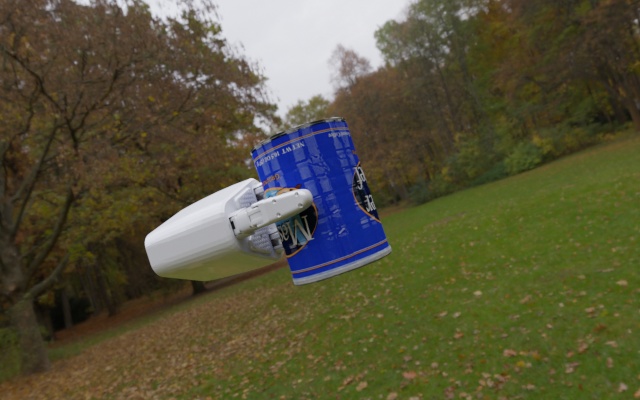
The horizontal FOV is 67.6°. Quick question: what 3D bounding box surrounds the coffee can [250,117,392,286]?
[{"bbox_3d":[0.000,0.002,0.479,0.103,0.140,0.103,-19,-3,-1],"label":"coffee can"}]
